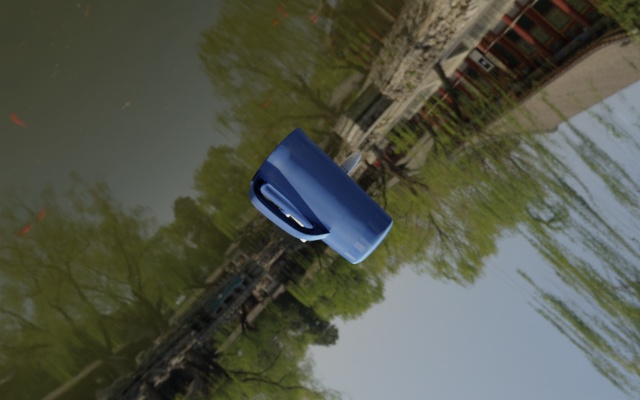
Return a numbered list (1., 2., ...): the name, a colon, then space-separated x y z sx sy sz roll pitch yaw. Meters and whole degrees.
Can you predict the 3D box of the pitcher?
1. pitcher: 0.000 0.003 0.840 0.243 0.149 0.145 41 2 0
